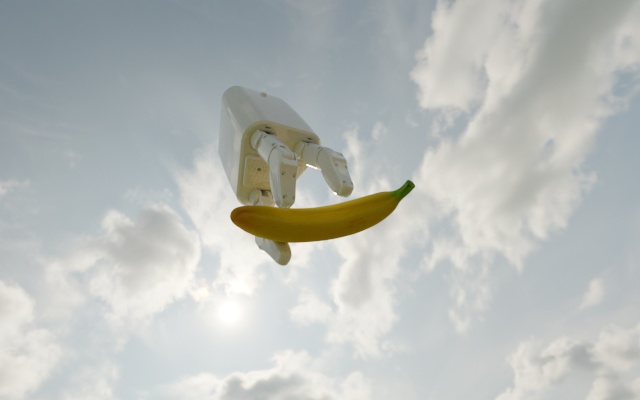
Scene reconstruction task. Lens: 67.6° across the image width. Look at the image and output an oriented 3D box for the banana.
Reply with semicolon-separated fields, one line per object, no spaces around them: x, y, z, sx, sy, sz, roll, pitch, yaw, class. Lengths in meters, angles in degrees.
0.002;0.015;0.506;0.198;0.070;0.037;-11;44;-19;banana
